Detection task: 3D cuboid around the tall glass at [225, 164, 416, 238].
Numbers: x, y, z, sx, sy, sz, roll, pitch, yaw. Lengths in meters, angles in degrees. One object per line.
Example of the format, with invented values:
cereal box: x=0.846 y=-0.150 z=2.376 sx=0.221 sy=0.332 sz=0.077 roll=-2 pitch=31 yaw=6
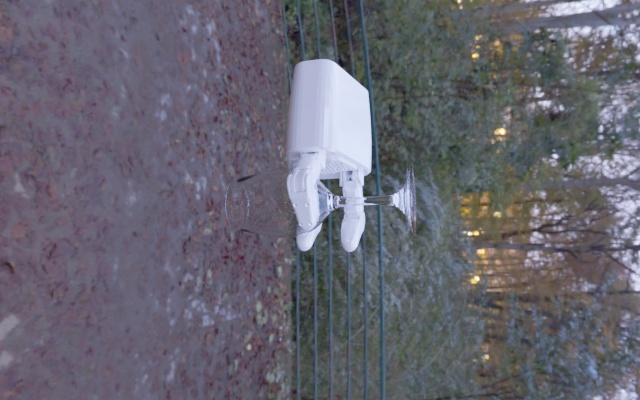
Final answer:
tall glass: x=0.001 y=0.002 z=0.523 sx=0.201 sy=0.079 sz=0.079 roll=-2 pitch=-1 yaw=16
